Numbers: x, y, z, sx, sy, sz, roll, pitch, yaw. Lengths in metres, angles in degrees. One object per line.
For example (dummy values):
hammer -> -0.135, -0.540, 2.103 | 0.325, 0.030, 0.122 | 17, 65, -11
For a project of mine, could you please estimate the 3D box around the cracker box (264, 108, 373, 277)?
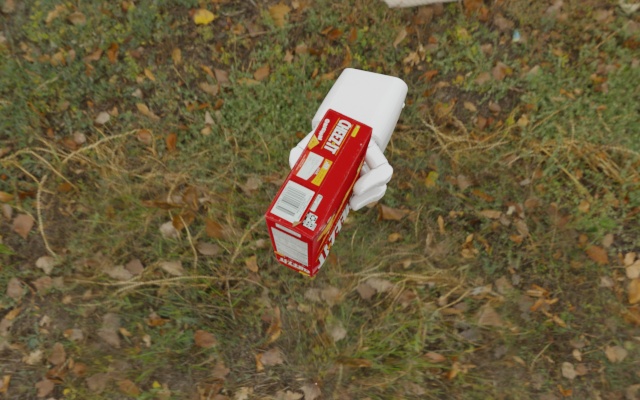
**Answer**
cracker box -> 0.000, 0.002, 0.657 | 0.072, 0.164, 0.214 | 26, -19, 9
